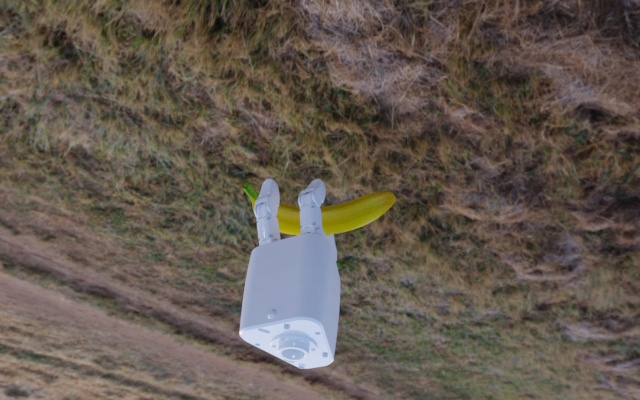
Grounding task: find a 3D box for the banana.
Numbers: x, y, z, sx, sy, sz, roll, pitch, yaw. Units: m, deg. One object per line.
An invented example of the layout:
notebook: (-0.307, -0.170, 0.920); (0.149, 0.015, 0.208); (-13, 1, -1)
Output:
banana: (-0.003, 0.016, 0.623); (0.198, 0.070, 0.037); (2, 41, 4)
